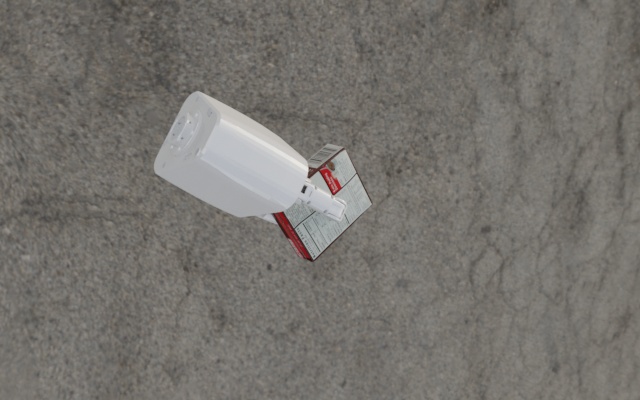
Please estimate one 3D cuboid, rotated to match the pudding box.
[{"bbox_3d":[0.000,0.002,0.559,0.113,0.090,0.039,-41,31,-22],"label":"pudding box"}]
